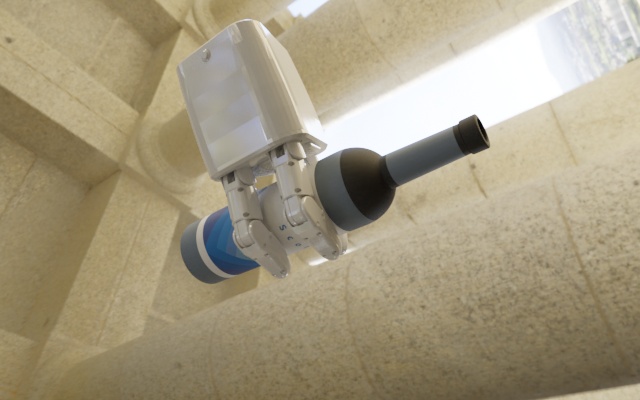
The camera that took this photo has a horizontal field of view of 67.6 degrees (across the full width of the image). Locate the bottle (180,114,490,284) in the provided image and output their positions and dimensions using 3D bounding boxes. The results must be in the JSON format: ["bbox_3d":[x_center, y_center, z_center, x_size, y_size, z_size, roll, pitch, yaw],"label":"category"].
[{"bbox_3d":[0.000,0.002,0.417,0.296,0.069,0.069,-24,-12,29],"label":"bottle"}]
